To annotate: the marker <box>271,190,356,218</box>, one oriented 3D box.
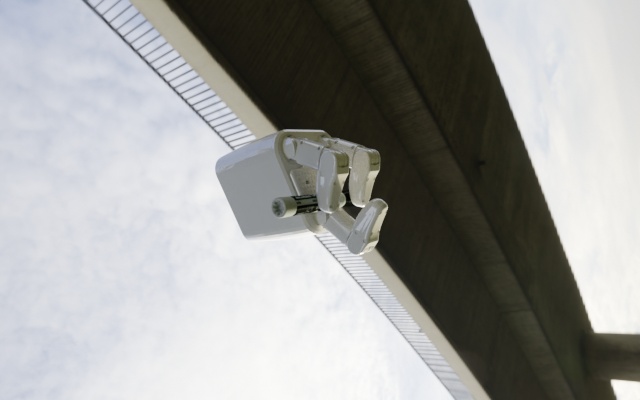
[{"bbox_3d":[0.000,0.002,0.473,0.020,0.020,0.121,0,5,39],"label":"marker"}]
